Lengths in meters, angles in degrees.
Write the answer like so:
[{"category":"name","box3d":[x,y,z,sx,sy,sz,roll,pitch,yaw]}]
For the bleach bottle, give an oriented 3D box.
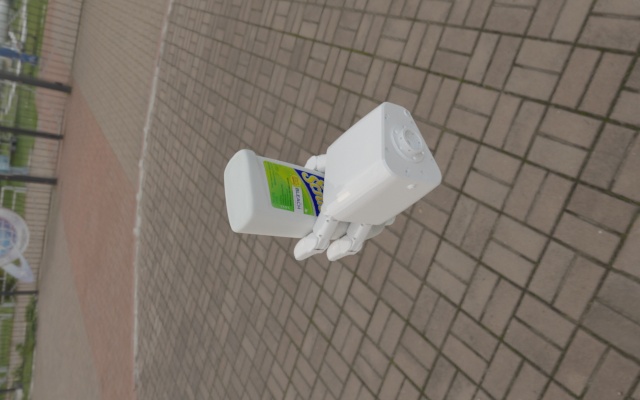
[{"category":"bleach bottle","box3d":[0.000,0.002,0.646,0.251,0.102,0.068,7,-30,-36]}]
